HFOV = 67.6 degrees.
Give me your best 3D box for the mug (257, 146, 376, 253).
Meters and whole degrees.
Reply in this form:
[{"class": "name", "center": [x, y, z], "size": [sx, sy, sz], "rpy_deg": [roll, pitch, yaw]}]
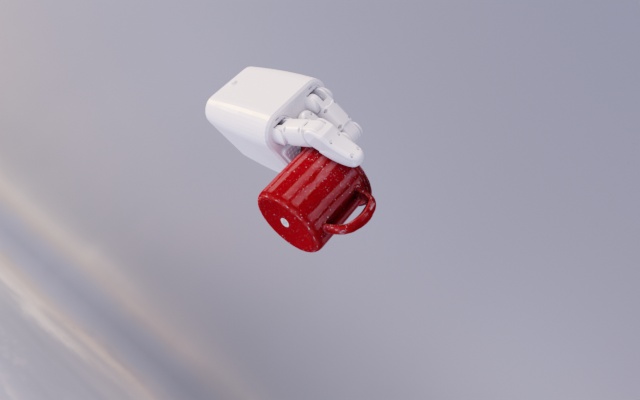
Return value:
[{"class": "mug", "center": [0.001, 0.002, 0.474], "size": [0.117, 0.093, 0.081], "rpy_deg": [23, 59, 36]}]
